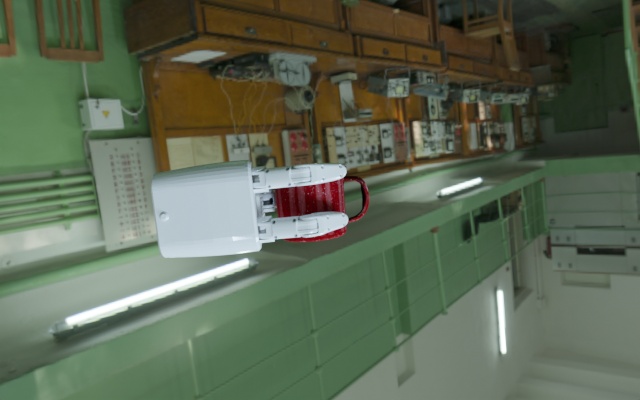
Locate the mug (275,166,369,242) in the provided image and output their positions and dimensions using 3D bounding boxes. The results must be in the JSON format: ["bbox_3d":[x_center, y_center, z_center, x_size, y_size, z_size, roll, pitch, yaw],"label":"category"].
[{"bbox_3d":[0.002,0.002,0.573,0.117,0.081,0.093,-5,6,0],"label":"mug"}]
